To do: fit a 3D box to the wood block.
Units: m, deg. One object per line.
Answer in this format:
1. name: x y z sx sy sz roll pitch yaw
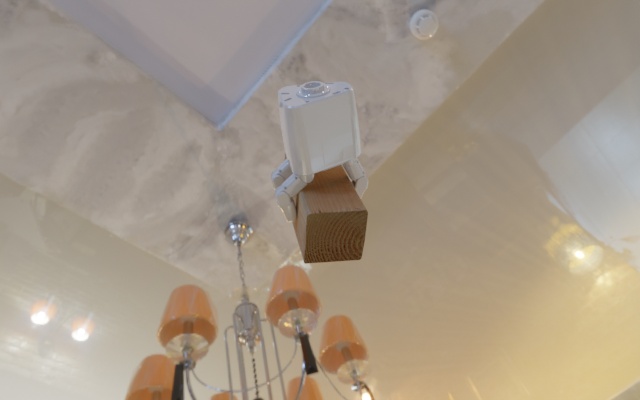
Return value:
1. wood block: 0.000 0.002 0.770 0.091 0.090 0.206 -3 31 -12
